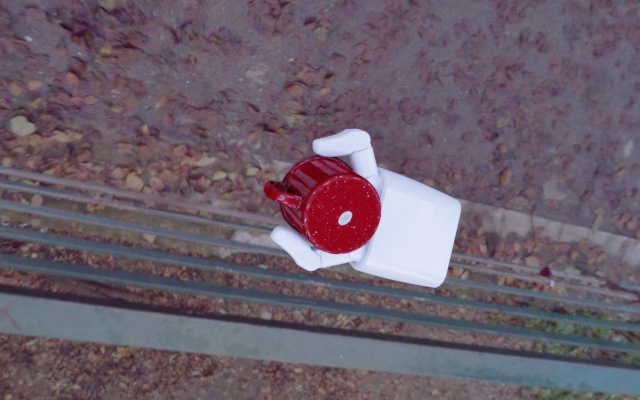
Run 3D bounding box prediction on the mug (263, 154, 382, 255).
[{"bbox_3d":[-0.001,0.001,0.481,0.117,0.093,0.081,16,9,-21],"label":"mug"}]
